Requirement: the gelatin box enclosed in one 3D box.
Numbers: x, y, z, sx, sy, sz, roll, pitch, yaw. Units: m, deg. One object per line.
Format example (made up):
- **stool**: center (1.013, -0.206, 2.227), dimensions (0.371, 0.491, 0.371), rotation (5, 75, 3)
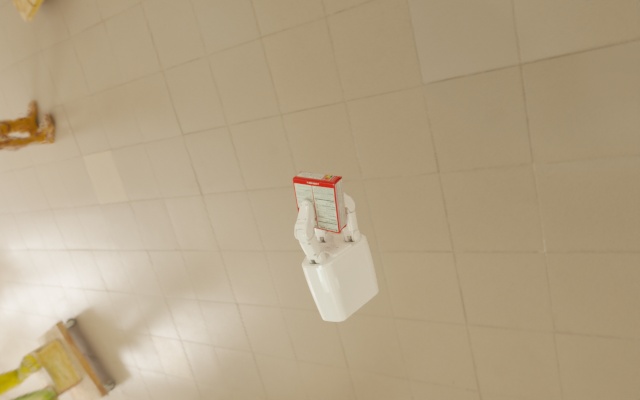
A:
- **gelatin box**: center (0.000, 0.002, 0.739), dimensions (0.073, 0.089, 0.030), rotation (9, 33, 29)
